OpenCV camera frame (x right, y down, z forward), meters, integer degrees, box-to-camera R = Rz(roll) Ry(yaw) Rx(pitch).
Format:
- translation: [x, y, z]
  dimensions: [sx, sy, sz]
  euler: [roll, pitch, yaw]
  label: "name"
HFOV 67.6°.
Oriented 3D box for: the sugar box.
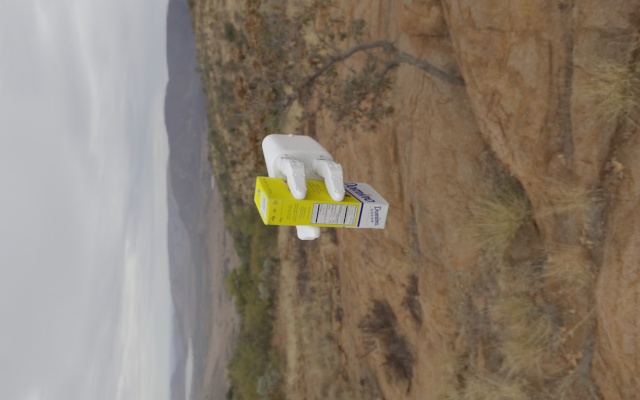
- translation: [0.000, 0.002, 0.688]
  dimensions: [0.176, 0.048, 0.093]
  euler: [0, 22, -18]
  label: "sugar box"
